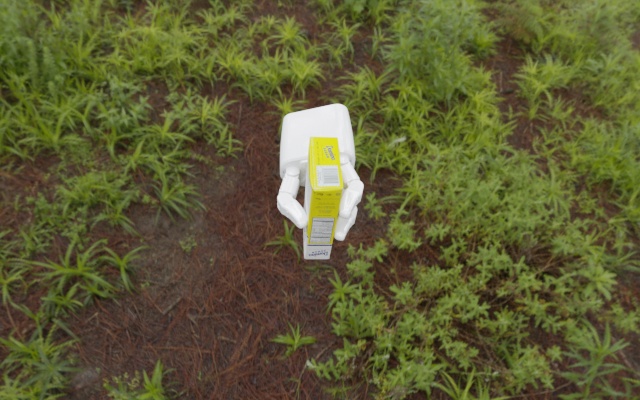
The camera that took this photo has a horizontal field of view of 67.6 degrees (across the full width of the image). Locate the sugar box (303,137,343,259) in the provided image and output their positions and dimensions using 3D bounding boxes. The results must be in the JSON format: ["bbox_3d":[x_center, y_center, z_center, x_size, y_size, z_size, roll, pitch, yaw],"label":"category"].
[{"bbox_3d":[0.001,0.002,0.688,0.048,0.093,0.176,-1,-36,-3],"label":"sugar box"}]
